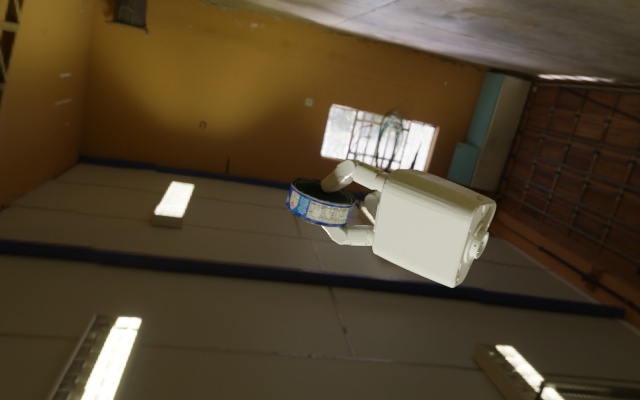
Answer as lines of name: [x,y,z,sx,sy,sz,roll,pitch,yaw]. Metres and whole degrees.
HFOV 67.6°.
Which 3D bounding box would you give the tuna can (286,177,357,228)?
tuna can: [0.000,0.002,0.608,0.086,0.034,0.086,16,17,-5]
